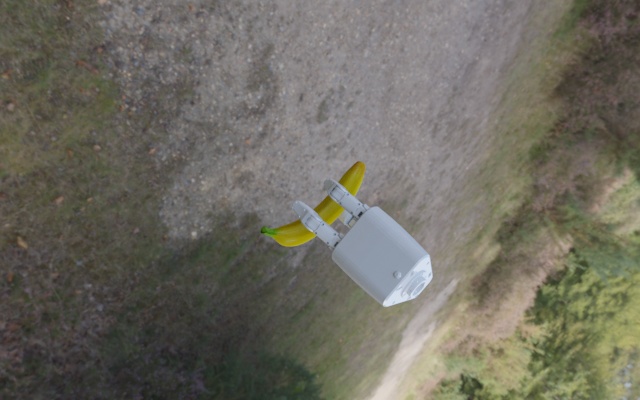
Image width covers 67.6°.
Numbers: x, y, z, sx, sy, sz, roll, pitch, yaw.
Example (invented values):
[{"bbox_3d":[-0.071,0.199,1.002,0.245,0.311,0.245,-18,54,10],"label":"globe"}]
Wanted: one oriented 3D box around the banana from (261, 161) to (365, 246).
[{"bbox_3d":[0.001,0.015,0.757,0.198,0.070,0.037,-37,54,-15],"label":"banana"}]
